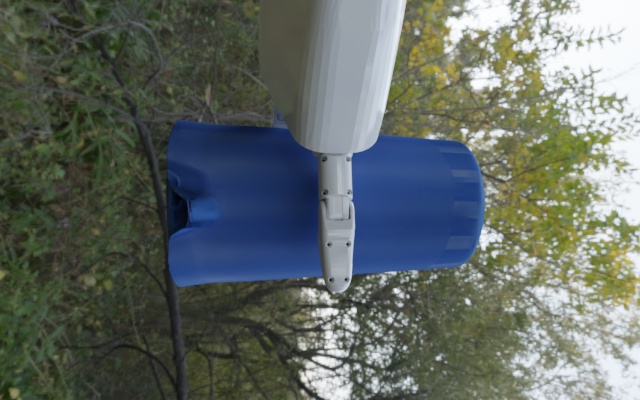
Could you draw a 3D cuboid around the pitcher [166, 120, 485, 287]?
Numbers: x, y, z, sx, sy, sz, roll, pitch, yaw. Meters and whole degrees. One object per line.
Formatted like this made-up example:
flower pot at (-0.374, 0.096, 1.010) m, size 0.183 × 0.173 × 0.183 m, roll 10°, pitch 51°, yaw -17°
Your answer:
pitcher at (0.000, 0.001, 0.408) m, size 0.243 × 0.149 × 0.145 m, roll 0°, pitch -43°, yaw -6°
